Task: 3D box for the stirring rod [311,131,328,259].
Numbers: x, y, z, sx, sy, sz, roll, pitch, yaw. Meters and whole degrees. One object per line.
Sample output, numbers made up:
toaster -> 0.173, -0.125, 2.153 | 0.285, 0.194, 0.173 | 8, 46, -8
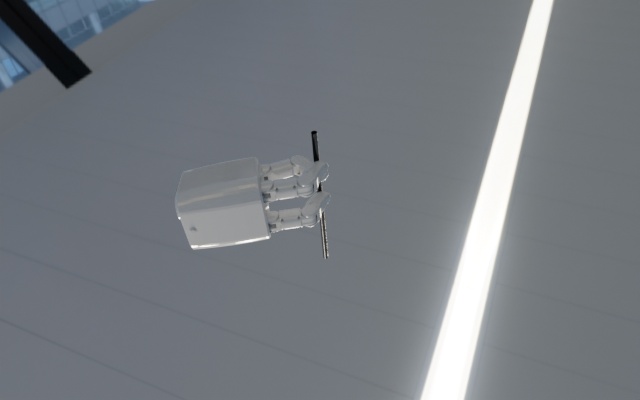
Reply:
stirring rod -> 0.000, 0.002, 0.686 | 0.011, 0.240, 0.011 | -3, 42, 3
